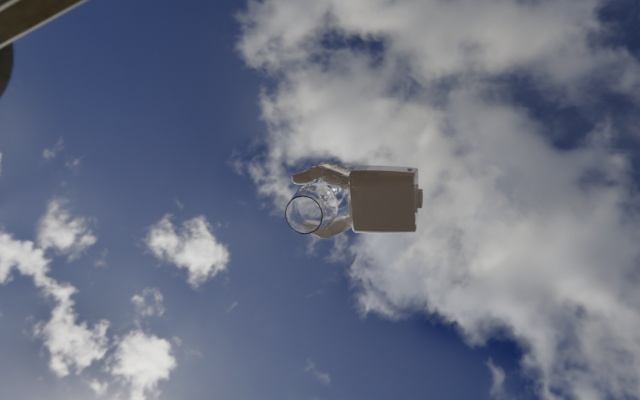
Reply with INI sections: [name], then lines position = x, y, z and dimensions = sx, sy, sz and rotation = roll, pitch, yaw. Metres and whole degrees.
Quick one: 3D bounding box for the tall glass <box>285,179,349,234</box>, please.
[tall glass]
position = 0.000, 0.003, 0.833
dimensions = 0.079, 0.079, 0.201
rotation = 0, 12, 16
